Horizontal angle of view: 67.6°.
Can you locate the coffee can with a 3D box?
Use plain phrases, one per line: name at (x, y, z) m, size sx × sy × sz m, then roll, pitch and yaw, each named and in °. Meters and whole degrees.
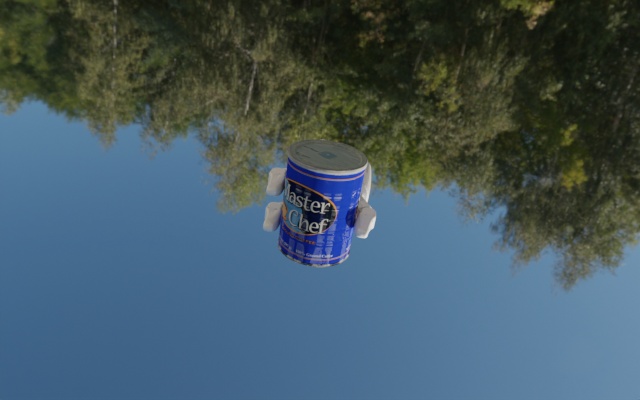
coffee can at (0.000, 0.002, 0.637) m, size 0.103 × 0.140 × 0.102 m, roll 7°, pitch 27°, yaw -4°
